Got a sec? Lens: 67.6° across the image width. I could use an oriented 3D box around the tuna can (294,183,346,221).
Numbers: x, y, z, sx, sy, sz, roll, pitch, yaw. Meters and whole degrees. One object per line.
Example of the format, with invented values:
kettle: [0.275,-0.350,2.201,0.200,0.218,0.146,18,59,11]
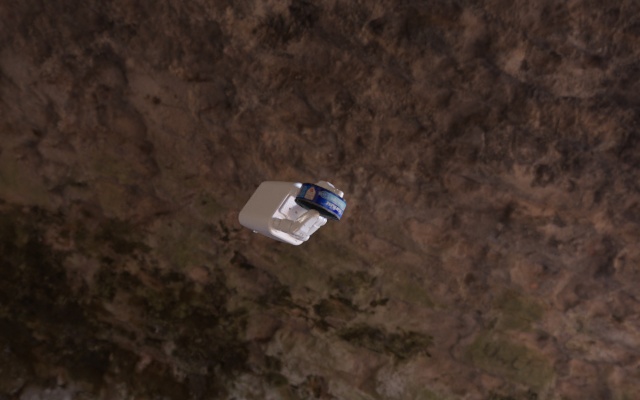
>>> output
tuna can: [0.000,0.002,0.820,0.086,0.033,0.086,23,-11,5]
